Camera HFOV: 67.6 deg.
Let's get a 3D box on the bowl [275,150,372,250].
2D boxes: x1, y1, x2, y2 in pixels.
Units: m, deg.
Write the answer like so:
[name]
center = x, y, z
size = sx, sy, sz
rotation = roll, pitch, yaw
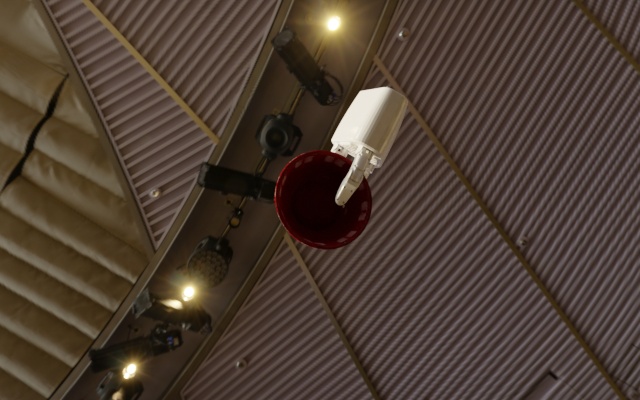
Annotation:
[bowl]
center = -0.001, 0.004, 0.781
size = 0.162, 0.162, 0.055
rotation = 0, -11, -17
